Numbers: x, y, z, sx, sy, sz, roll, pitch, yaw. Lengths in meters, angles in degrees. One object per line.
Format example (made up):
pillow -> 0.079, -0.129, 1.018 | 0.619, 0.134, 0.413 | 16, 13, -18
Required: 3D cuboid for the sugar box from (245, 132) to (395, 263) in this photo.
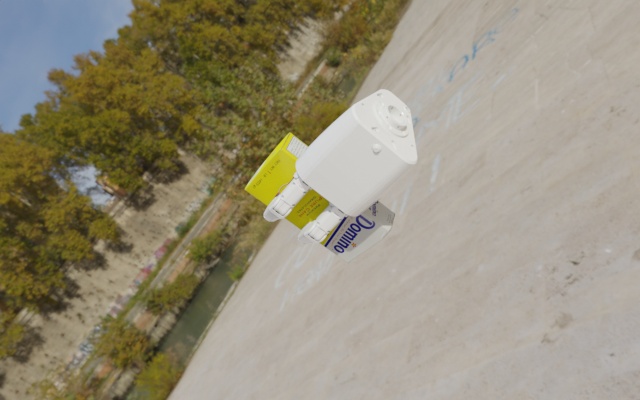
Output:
sugar box -> 0.000, 0.002, 0.619 | 0.176, 0.048, 0.093 | 38, -49, -12
